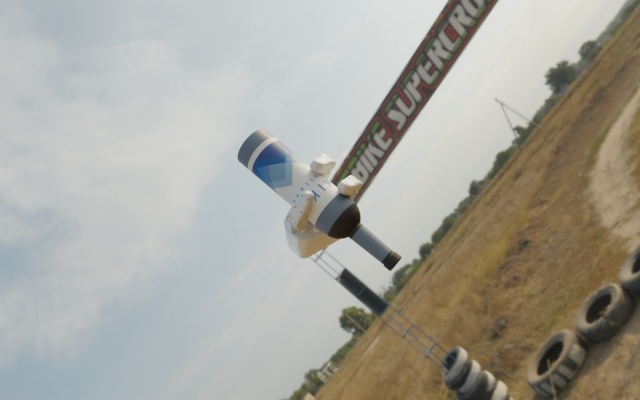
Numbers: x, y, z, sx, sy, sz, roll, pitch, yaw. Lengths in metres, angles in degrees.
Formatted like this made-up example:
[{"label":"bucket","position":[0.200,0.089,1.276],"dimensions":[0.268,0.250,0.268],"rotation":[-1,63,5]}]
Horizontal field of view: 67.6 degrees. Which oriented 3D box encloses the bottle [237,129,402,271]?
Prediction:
[{"label":"bottle","position":[0.000,0.002,0.731],"dimensions":[0.295,0.069,0.069],"rotation":[39,11,14]}]
